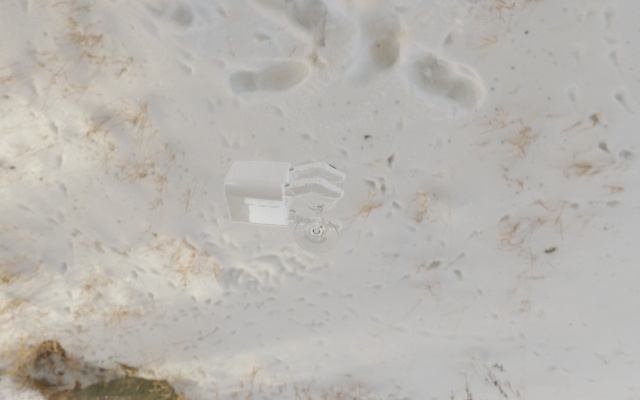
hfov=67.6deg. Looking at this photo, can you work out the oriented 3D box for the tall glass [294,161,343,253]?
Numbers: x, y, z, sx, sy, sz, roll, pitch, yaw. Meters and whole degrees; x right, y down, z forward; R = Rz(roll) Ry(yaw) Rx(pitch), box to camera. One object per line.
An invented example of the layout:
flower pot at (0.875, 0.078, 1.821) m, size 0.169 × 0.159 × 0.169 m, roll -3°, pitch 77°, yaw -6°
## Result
tall glass at (0.000, 0.003, 0.871) m, size 0.079 × 0.079 × 0.201 m, roll 0°, pitch 34°, yaw 6°
